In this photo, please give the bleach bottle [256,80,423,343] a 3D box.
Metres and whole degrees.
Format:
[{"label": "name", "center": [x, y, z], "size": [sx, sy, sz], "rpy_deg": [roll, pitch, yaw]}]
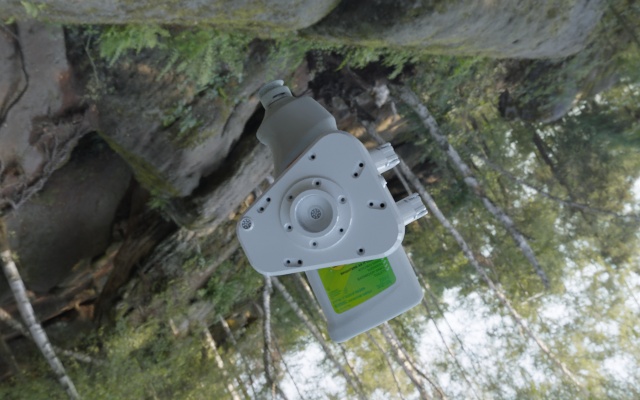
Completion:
[{"label": "bleach bottle", "center": [0.000, 0.002, 0.468], "size": [0.102, 0.251, 0.068], "rpy_deg": [-28, -5, 6]}]
